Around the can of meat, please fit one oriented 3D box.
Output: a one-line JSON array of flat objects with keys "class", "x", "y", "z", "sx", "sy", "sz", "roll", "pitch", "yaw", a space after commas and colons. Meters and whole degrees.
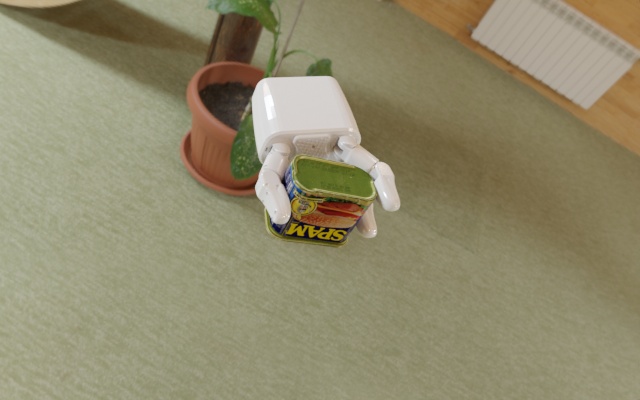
[{"class": "can of meat", "x": 0.000, "y": 0.002, "z": 0.525, "sx": 0.102, "sy": 0.057, "sz": 0.084, "roll": 9, "pitch": -44, "yaw": -23}]
